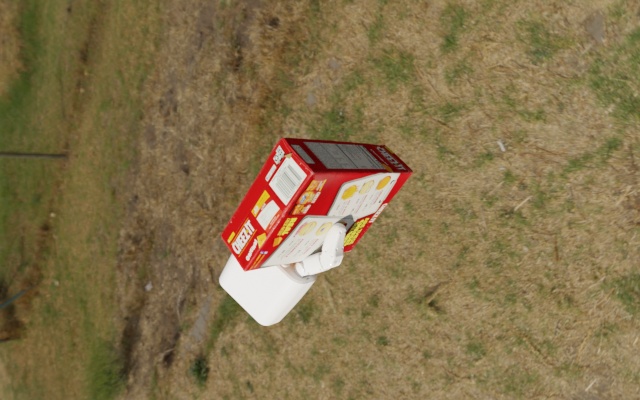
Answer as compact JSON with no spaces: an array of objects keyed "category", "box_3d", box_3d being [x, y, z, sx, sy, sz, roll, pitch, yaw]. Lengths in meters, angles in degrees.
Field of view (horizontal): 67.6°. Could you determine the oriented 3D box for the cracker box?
[{"category":"cracker box","box_3d":[0.000,0.002,0.623,0.213,0.164,0.072,-5,48,-50]}]
